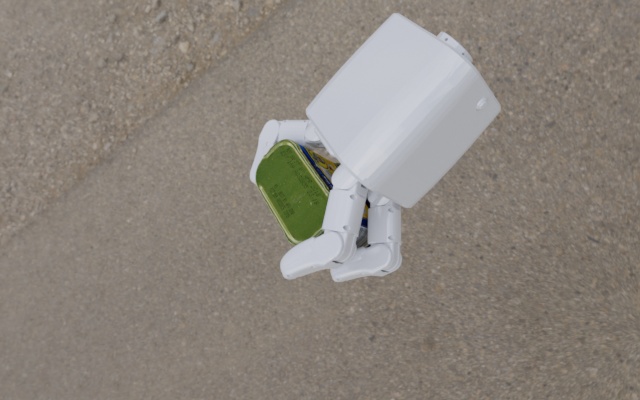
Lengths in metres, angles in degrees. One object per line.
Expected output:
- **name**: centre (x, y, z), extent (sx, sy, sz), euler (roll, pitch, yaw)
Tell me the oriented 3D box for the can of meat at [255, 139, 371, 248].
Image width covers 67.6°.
- **can of meat**: centre (0.000, 0.001, 0.413), extent (0.057, 0.102, 0.084), euler (-45, -33, 16)
